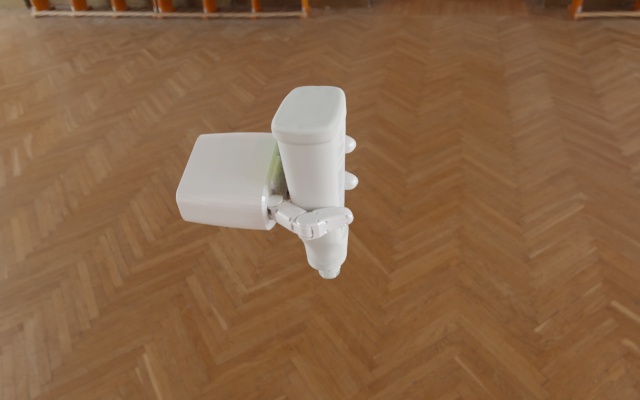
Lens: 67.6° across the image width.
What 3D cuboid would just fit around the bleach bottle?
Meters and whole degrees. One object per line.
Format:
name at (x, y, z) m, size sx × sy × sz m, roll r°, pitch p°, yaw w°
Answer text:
bleach bottle at (0.000, 0.002, 0.556) m, size 0.068 × 0.251 × 0.102 m, roll 3°, pitch 39°, yaw 12°
